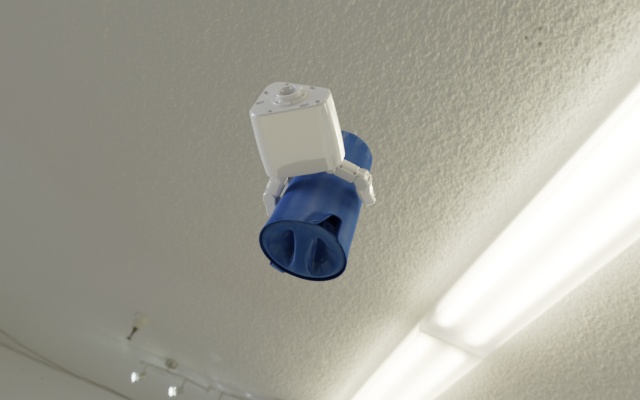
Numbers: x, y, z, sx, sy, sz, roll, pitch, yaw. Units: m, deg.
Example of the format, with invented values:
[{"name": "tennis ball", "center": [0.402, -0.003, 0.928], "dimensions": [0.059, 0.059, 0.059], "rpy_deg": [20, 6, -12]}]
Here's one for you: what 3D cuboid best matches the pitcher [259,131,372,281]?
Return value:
[{"name": "pitcher", "center": [0.000, 0.002, 0.768], "dimensions": [0.149, 0.145, 0.242], "rpy_deg": [2, 43, 21]}]
